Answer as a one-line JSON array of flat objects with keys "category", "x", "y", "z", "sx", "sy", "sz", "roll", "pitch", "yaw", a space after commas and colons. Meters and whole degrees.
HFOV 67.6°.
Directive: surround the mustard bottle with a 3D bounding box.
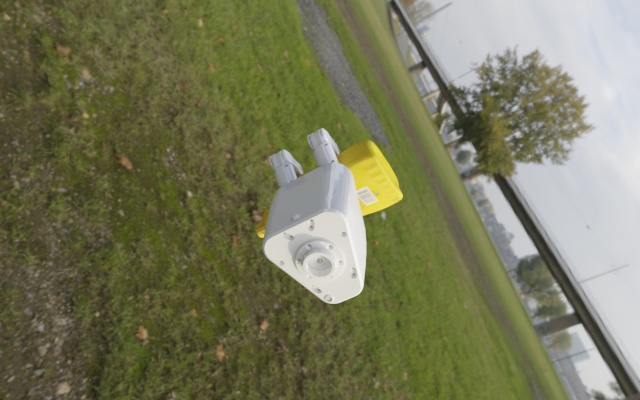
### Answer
[{"category": "mustard bottle", "x": 0.000, "y": 0.002, "z": 0.607, "sx": 0.191, "sy": 0.058, "sz": 0.096, "roll": -26, "pitch": -43, "yaw": 17}]
